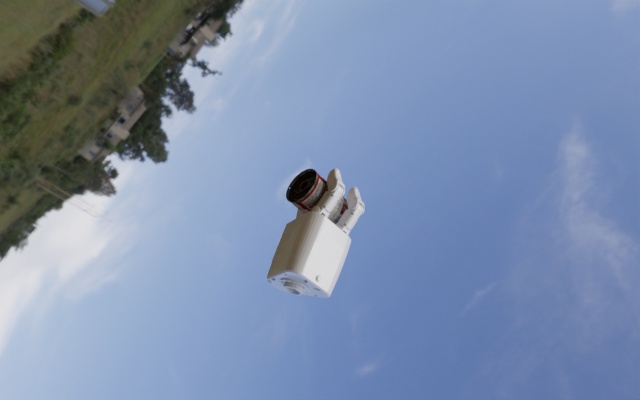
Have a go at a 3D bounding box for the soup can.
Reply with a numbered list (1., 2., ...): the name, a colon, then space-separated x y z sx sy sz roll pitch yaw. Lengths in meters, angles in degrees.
1. soup can: 0.000 0.002 0.815 0.102 0.068 0.068 41 -25 -32
